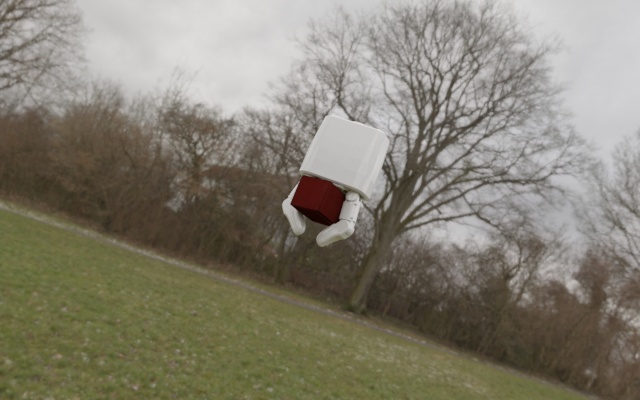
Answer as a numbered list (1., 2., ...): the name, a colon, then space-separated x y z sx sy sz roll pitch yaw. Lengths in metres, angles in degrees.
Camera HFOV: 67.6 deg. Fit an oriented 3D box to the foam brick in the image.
1. foam brick: 0.000 0.002 0.726 0.053 0.051 0.078 16 -13 31
